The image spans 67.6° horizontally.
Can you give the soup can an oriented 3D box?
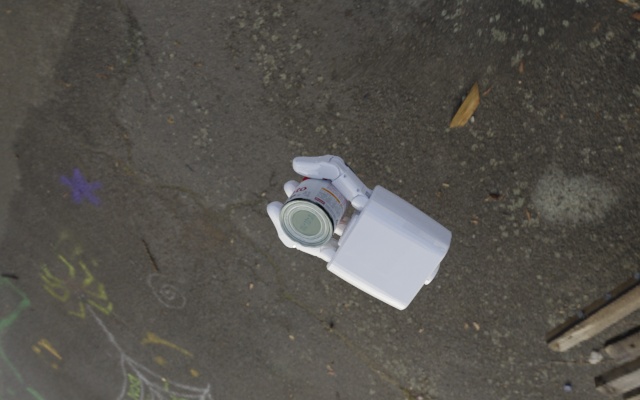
[{"bbox_3d":[0.000,0.002,0.573,0.068,0.068,0.102,0,31,23],"label":"soup can"}]
